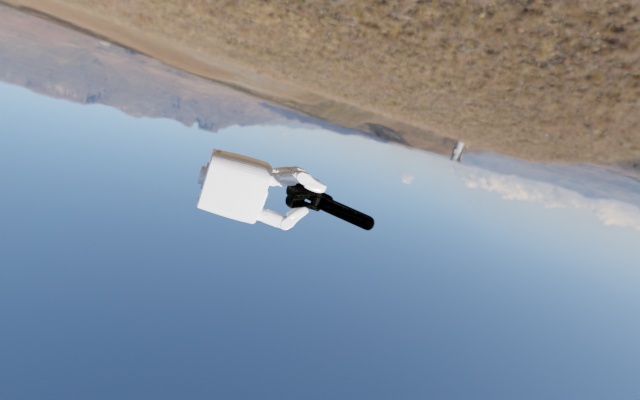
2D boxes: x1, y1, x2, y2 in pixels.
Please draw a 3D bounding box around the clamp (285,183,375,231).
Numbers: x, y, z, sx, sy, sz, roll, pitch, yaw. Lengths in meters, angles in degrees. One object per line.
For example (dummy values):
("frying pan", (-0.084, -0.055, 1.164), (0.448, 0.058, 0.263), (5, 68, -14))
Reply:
("clamp", (0.000, 0.003, 0.876), (0.164, 0.036, 0.210), (19, 7, -16))
